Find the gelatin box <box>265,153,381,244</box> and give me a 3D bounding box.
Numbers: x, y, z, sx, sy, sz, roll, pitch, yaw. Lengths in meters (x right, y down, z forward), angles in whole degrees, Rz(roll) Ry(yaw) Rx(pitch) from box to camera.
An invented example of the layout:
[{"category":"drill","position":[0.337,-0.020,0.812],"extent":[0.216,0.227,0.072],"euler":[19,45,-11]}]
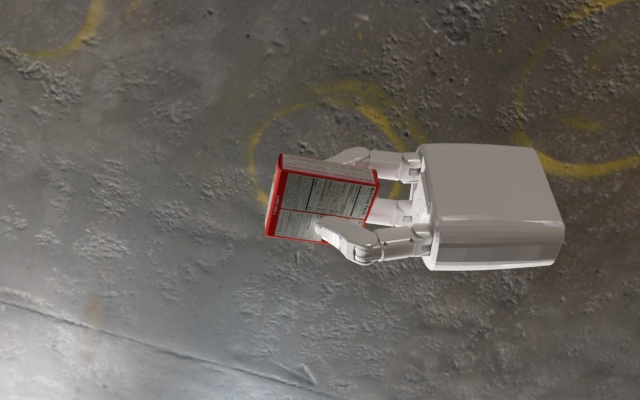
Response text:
[{"category":"gelatin box","position":[0.000,0.002,0.424],"extent":[0.089,0.073,0.030],"euler":[8,36,-11]}]
